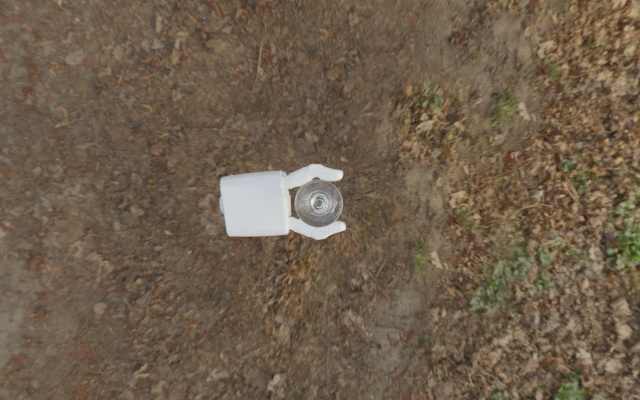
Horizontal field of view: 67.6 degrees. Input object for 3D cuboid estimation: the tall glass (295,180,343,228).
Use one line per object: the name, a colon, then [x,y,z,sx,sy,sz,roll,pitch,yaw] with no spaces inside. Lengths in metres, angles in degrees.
tall glass: [0.000,0.003,0.834,0.079,0.079,0.201,0,1,2]
